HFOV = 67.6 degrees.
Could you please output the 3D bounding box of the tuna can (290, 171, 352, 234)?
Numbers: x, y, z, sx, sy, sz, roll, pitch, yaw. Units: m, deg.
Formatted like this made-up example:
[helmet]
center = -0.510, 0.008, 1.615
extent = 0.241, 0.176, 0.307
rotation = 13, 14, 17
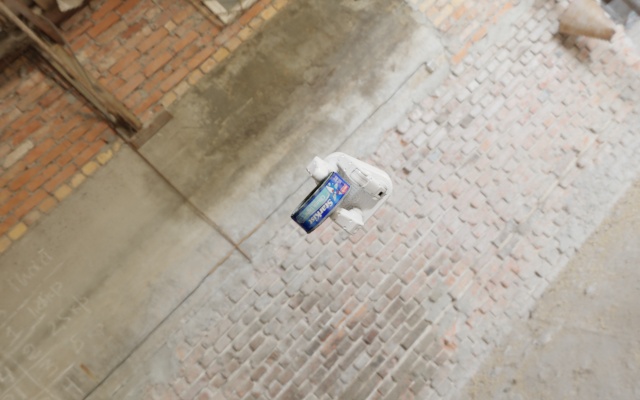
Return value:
[tuna can]
center = 0.000, 0.002, 0.629
extent = 0.034, 0.086, 0.086
rotation = 43, -5, -5
